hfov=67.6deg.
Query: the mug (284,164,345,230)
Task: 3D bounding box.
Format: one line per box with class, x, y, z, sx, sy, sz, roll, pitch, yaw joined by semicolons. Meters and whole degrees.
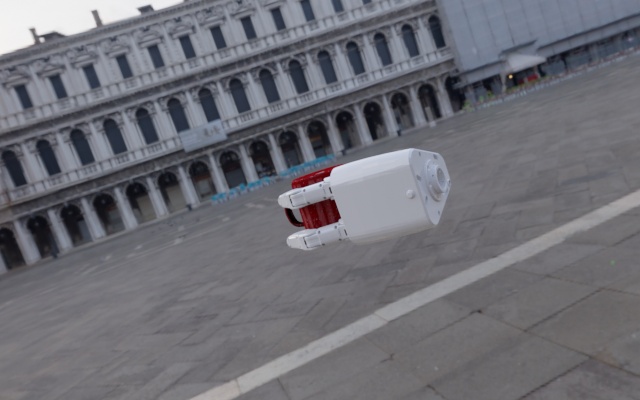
mug;-0.001;0.002;0.656;0.117;0.081;0.093;-14;7;33
